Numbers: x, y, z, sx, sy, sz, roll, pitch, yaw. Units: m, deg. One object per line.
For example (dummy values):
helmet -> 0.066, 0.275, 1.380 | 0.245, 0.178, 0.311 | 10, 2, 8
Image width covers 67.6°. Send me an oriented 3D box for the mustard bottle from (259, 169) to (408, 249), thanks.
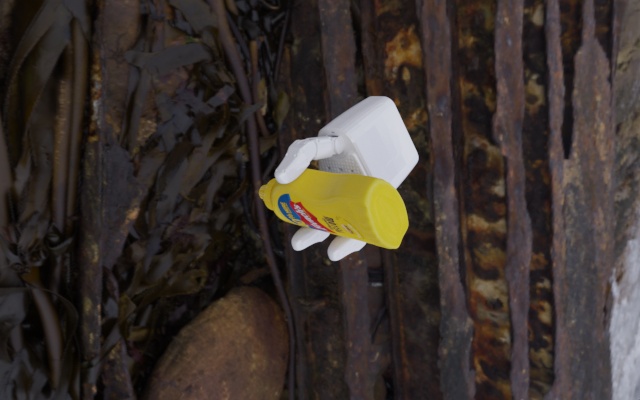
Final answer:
mustard bottle -> 0.000, 0.002, 0.553 | 0.191, 0.058, 0.096 | 11, -26, 39
